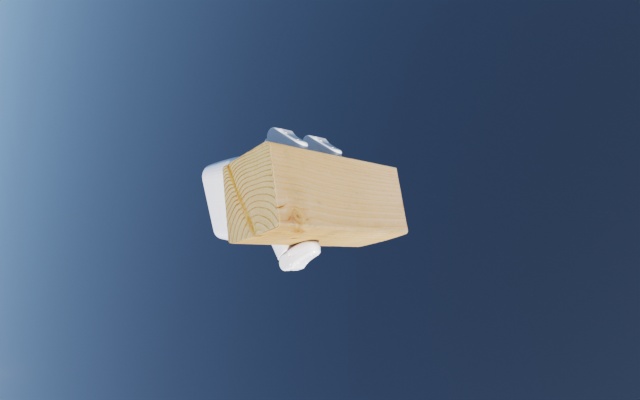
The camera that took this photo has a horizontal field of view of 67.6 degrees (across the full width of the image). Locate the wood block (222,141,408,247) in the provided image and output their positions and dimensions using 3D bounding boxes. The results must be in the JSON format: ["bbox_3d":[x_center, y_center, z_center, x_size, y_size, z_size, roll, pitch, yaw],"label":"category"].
[{"bbox_3d":[0.000,0.002,0.562,0.206,0.090,0.090,6,-19,-43],"label":"wood block"}]
